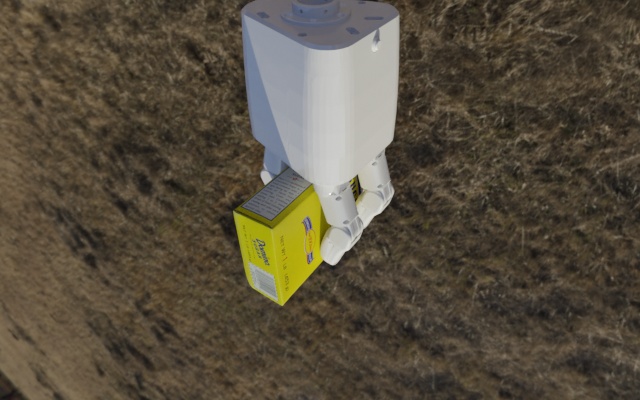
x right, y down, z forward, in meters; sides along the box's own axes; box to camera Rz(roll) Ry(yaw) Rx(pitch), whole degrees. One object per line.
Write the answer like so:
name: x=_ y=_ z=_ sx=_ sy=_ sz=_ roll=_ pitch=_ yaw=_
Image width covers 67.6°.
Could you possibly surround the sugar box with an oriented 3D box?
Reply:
sugar box: x=0.000 y=0.002 z=0.436 sx=0.048 sy=0.093 sz=0.176 roll=24 pitch=47 yaw=28
